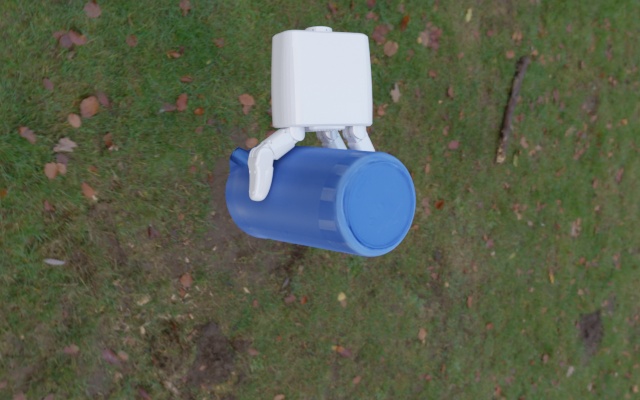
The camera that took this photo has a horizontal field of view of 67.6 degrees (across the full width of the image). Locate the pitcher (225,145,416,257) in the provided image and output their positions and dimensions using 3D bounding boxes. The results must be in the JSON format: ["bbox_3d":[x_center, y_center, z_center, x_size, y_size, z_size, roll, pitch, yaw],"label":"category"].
[{"bbox_3d":[0.000,0.002,0.581,0.149,0.145,0.243,-6,8,-34],"label":"pitcher"}]
